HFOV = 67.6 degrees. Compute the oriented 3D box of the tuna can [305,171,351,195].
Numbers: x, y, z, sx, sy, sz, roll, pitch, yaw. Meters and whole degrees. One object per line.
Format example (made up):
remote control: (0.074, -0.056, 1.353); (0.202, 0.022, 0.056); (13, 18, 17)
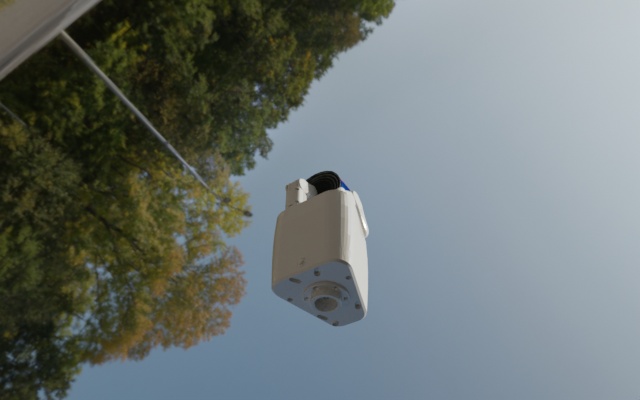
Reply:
tuna can: (0.000, 0.002, 0.661); (0.086, 0.086, 0.034); (0, -37, 45)
